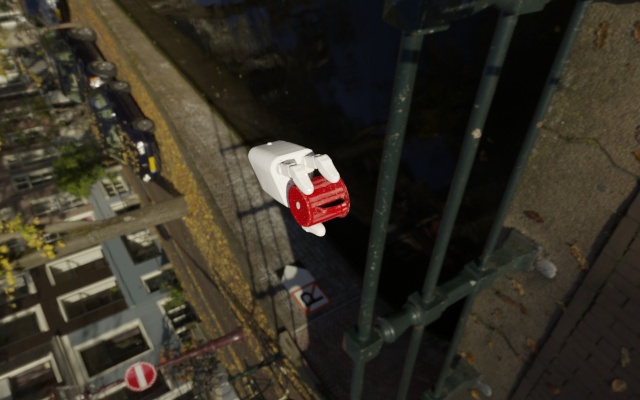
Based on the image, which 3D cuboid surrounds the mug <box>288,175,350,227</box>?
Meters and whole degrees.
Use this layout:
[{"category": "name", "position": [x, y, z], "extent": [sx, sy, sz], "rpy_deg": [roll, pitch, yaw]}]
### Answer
[{"category": "mug", "position": [0.001, 0.003, 0.863], "extent": [0.081, 0.093, 0.117], "rpy_deg": [-20, 26, -28]}]
